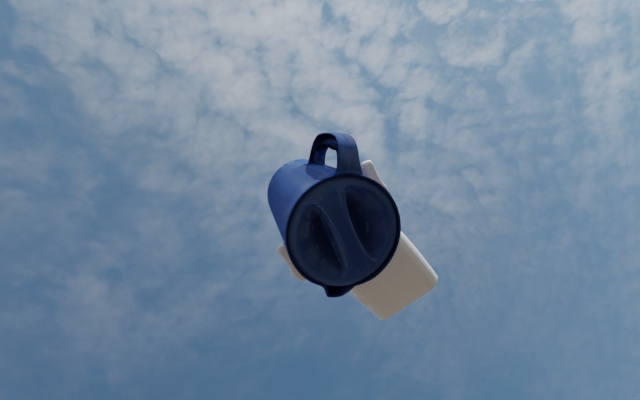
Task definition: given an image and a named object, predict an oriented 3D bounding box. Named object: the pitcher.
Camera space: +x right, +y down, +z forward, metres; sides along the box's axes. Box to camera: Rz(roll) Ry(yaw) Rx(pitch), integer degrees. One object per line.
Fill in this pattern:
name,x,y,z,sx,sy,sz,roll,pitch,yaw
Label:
pitcher,0.000,0.002,0.631,0.145,0.149,0.242,47,-2,-19
